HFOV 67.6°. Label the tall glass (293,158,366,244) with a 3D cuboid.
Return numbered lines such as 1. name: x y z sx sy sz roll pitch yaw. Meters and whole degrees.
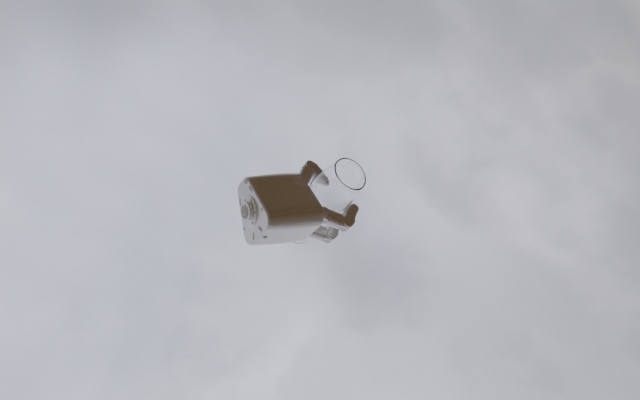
1. tall glass: 0.000 0.003 0.856 0.079 0.079 0.201 0 -28 -35
